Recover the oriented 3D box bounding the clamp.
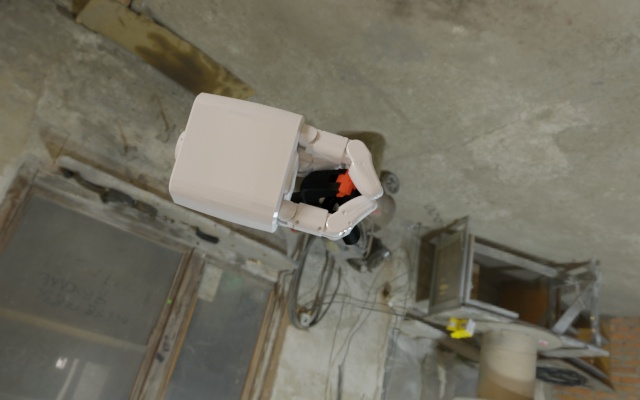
[{"bbox_3d":[0.000,0.002,0.548,0.120,0.039,0.171,16,-24,1],"label":"clamp"}]
